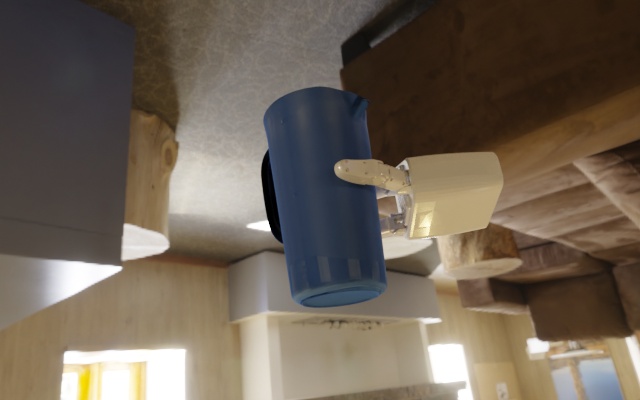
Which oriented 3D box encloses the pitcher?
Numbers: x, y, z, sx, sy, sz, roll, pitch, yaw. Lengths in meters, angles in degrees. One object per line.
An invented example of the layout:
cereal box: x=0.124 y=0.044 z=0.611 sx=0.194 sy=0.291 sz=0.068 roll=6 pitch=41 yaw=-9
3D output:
pitcher: x=0.000 y=0.002 z=0.578 sx=0.145 sy=0.242 sz=0.149 roll=-6 pitch=-22 yaw=-4
